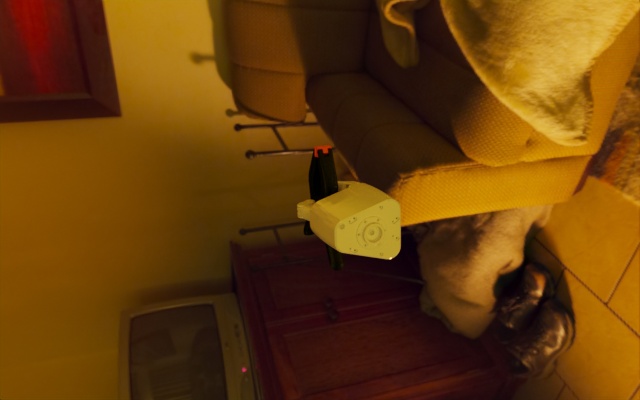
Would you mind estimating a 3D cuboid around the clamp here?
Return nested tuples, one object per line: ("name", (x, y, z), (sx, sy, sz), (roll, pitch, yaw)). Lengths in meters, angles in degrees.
("clamp", (-0.001, 0.002, 0.865), (0.036, 0.210, 0.164), (-8, 15, -20))
